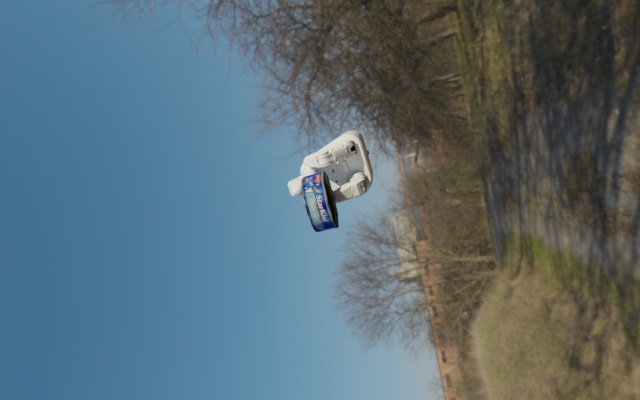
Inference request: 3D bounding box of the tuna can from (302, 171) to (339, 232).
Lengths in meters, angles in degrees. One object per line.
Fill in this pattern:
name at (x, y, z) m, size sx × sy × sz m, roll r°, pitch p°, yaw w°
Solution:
tuna can at (0.000, 0.002, 0.698) m, size 0.034 × 0.086 × 0.086 m, roll -14°, pitch -2°, yaw 8°
